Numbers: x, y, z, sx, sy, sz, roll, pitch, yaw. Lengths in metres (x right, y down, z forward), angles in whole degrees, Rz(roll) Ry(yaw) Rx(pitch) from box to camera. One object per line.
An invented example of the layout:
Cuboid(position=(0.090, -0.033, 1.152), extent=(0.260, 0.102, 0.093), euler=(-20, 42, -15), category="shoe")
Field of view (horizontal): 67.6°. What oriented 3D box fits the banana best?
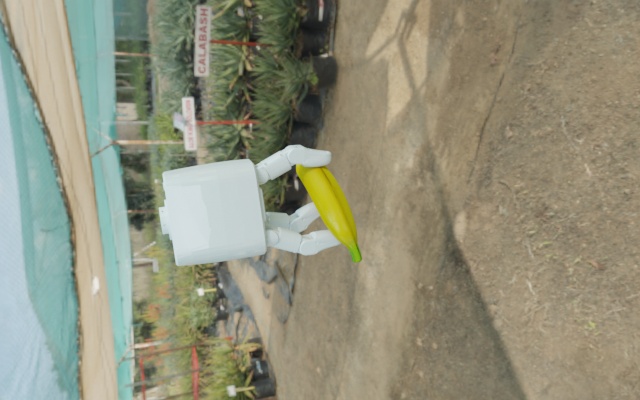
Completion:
Cuboid(position=(0.001, -0.009, 0.611), extent=(0.037, 0.070, 0.197), euler=(-14, 45, -14), category="banana")
